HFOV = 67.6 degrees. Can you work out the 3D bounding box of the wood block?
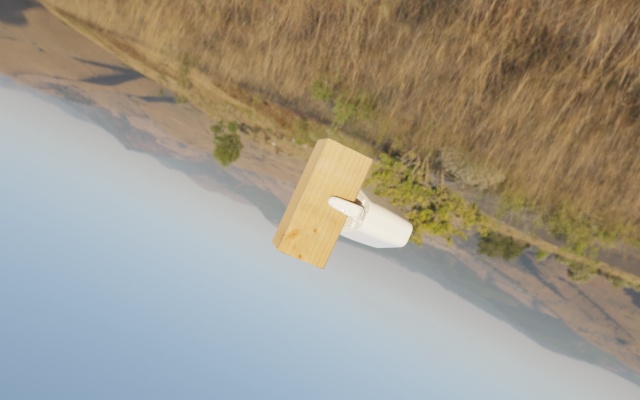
[{"bbox_3d":[0.001,0.003,0.842,0.090,0.206,0.091,24,-1,-14],"label":"wood block"}]
